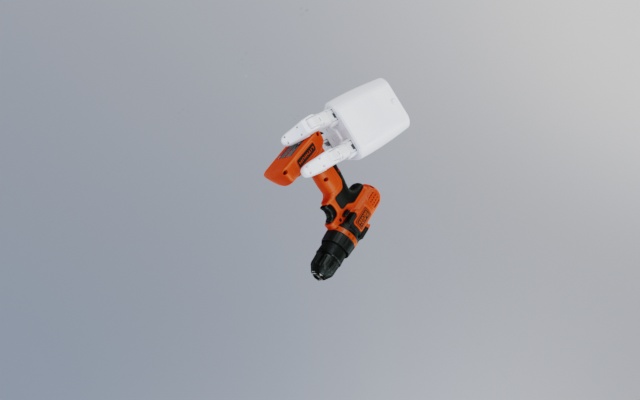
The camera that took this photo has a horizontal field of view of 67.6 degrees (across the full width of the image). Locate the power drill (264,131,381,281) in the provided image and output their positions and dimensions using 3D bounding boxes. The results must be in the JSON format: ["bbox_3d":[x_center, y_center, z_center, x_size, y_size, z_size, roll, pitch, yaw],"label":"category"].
[{"bbox_3d":[0.000,0.002,0.727,0.057,0.184,0.188,-6,-49,47],"label":"power drill"}]
